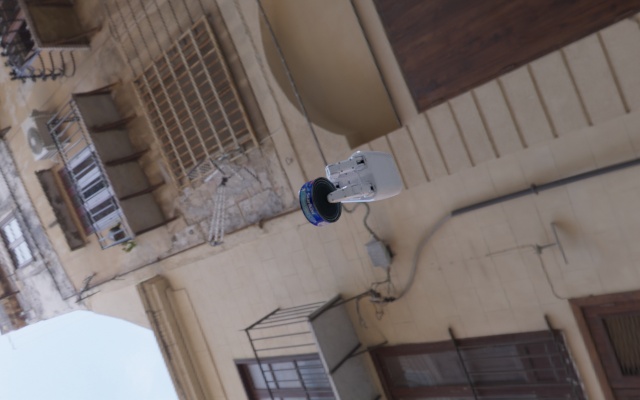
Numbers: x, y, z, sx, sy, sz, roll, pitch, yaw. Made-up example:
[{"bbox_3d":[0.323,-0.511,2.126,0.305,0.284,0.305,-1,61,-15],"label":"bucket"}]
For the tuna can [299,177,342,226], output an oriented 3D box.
[{"bbox_3d":[0.000,0.003,0.866,0.034,0.086,0.086,-20,-11,34],"label":"tuna can"}]
